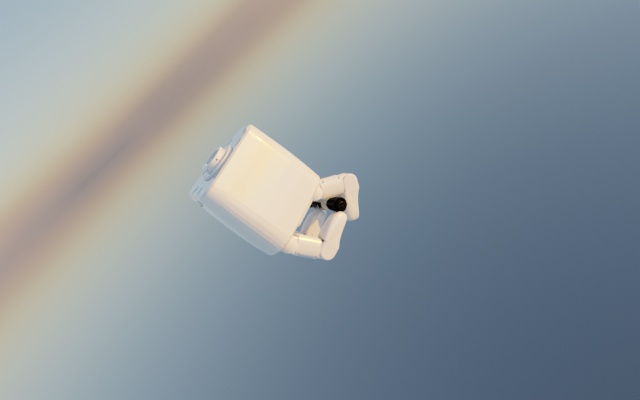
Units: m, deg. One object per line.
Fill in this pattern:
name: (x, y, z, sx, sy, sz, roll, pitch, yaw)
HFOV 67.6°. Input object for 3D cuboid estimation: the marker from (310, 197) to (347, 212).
marker: (0.000, 0.002, 0.610, 0.020, 0.020, 0.121, 0, 3, -25)
